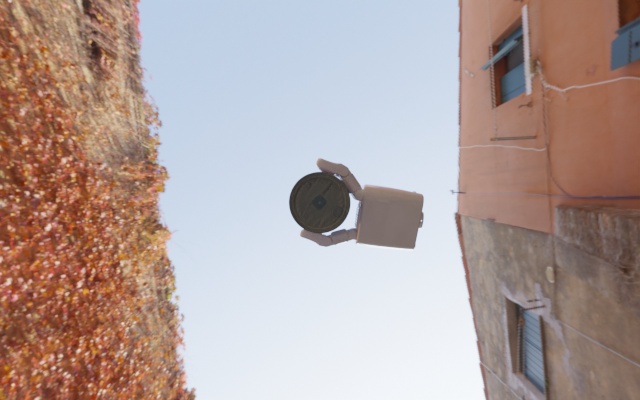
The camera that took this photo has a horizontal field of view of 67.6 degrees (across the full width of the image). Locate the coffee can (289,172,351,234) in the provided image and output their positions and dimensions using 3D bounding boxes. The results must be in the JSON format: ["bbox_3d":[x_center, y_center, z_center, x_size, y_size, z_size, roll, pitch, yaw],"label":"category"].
[{"bbox_3d":[0.000,0.003,0.859,0.103,0.103,0.140,0,1,1],"label":"coffee can"}]
